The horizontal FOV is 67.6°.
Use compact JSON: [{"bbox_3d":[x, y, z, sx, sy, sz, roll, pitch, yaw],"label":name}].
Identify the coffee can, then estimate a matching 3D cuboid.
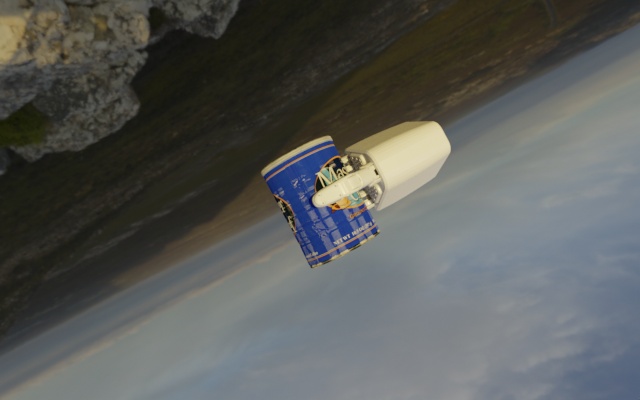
[{"bbox_3d":[0.000,0.002,0.620,0.103,0.140,0.103,-28,-1,-1],"label":"coffee can"}]
